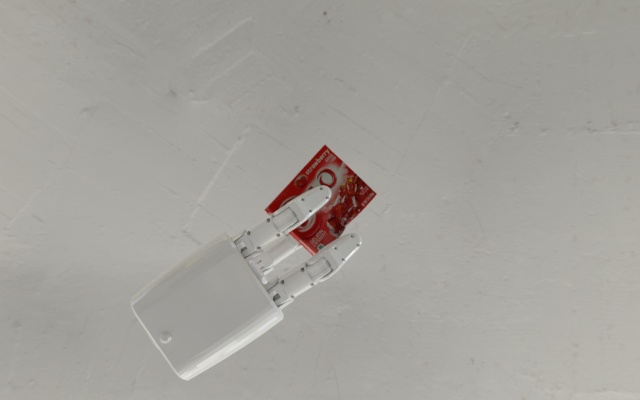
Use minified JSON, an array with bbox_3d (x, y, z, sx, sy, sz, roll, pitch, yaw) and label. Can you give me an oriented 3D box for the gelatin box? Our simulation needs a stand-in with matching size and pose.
[{"bbox_3d":[0.000,0.001,0.478,0.073,0.089,0.030,43,-12,-4],"label":"gelatin box"}]
